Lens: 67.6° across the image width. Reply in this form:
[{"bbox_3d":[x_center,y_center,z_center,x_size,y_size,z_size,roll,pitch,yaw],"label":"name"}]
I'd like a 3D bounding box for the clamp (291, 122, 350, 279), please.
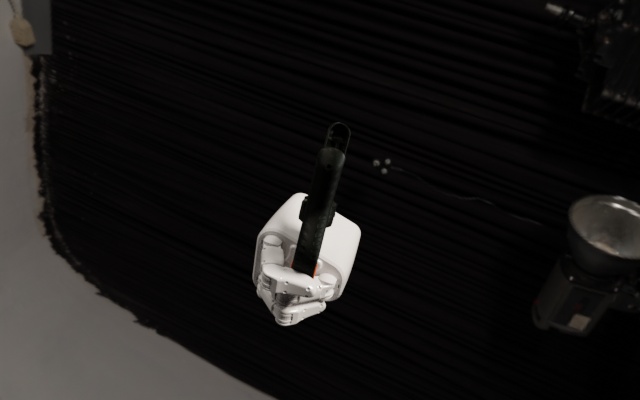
[{"bbox_3d":[0.001,0.002,0.499,0.039,0.171,0.120,20,30,5],"label":"clamp"}]
